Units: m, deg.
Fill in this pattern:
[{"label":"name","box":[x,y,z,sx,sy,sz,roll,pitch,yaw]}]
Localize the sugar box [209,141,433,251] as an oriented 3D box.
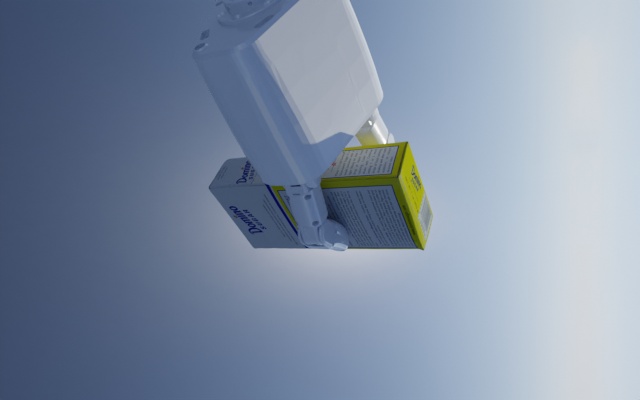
[{"label":"sugar box","box":[0.000,0.001,0.419,0.176,0.048,0.093,0,-41,29]}]
